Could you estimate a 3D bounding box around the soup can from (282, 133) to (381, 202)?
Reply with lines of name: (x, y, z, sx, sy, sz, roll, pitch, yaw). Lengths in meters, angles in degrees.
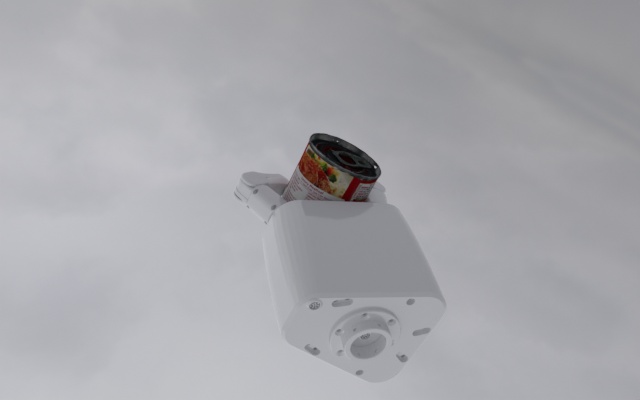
soup can: (0.000, 0.001, 0.424, 0.068, 0.102, 0.068, 23, 25, -12)
